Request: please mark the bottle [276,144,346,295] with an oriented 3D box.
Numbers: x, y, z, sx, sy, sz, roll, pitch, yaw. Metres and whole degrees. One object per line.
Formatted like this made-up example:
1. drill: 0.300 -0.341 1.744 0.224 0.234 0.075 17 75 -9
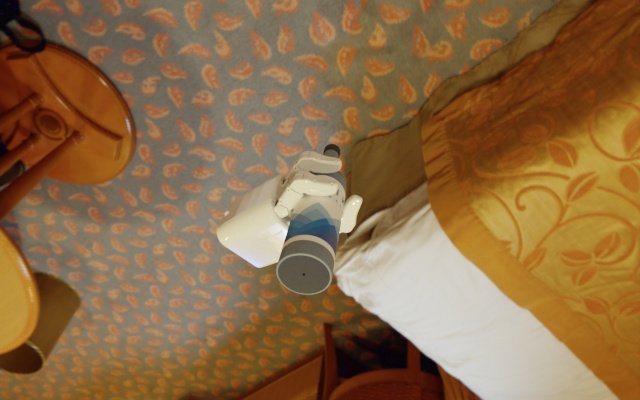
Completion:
1. bottle: 0.000 0.002 0.674 0.069 0.069 0.295 0 35 9
